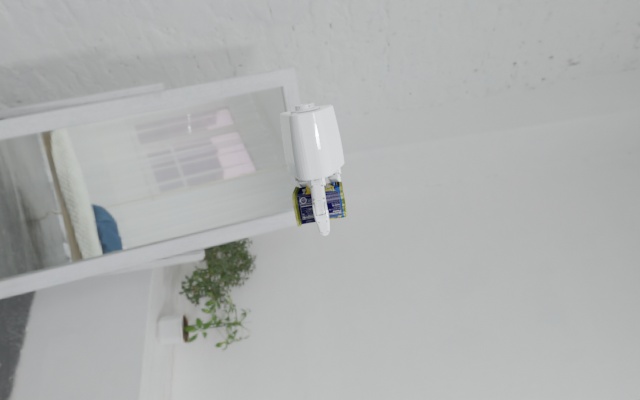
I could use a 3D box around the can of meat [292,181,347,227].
[{"bbox_3d":[0.000,0.003,0.817,0.084,0.057,0.102,-9,11,3],"label":"can of meat"}]
